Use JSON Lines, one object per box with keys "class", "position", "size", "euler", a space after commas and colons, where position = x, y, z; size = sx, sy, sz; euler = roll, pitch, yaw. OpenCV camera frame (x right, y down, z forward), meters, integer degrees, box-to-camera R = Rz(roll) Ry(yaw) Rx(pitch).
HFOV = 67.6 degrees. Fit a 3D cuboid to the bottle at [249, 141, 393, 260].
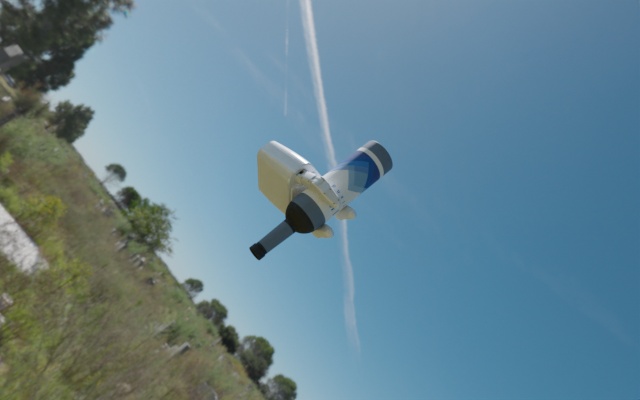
{"class": "bottle", "position": [0.000, 0.003, 0.833], "size": [0.295, 0.069, 0.069], "euler": [-38, 14, -19]}
